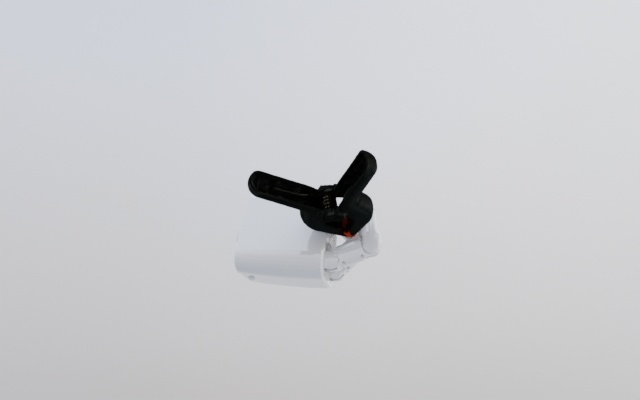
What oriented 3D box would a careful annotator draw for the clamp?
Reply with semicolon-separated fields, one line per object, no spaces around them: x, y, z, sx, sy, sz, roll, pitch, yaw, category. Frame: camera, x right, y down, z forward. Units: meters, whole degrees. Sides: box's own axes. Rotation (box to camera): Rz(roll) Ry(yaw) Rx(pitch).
0.000;0.001;0.492;0.120;0.039;0.171;-1;-25;8;clamp
